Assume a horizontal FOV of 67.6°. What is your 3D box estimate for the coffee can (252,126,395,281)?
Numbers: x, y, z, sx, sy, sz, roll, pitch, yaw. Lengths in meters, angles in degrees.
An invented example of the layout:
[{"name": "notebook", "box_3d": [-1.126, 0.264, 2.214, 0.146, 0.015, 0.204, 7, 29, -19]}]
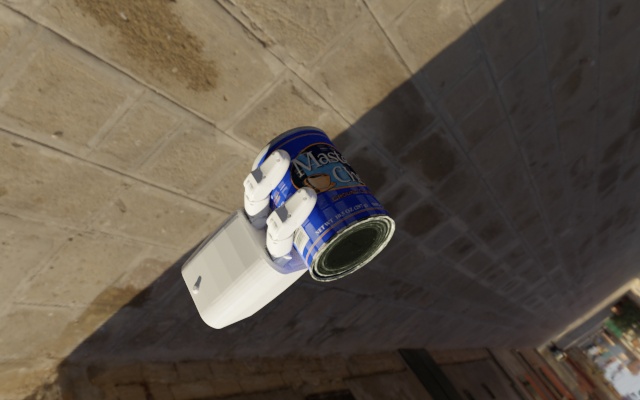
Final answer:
[{"name": "coffee can", "box_3d": [0.000, 0.002, 0.525, 0.103, 0.140, 0.103, -25, -32, -17]}]
